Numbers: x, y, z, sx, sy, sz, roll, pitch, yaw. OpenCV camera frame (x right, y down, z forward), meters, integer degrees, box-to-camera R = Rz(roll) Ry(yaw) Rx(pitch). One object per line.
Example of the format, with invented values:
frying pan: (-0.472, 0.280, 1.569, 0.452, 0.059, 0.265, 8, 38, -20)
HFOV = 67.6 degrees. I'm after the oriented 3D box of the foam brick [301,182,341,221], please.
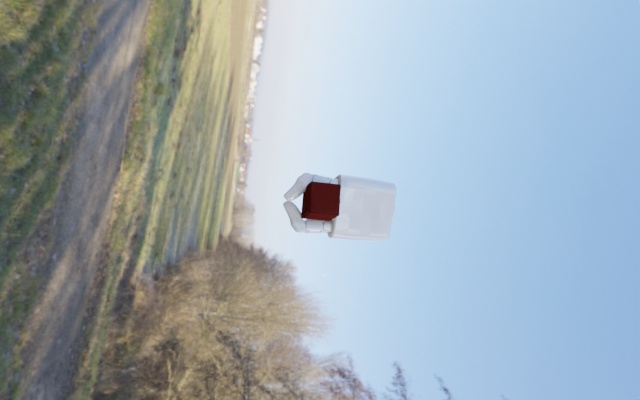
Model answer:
foam brick: (0.000, 0.003, 0.804, 0.051, 0.053, 0.078, 6, -10, -11)
